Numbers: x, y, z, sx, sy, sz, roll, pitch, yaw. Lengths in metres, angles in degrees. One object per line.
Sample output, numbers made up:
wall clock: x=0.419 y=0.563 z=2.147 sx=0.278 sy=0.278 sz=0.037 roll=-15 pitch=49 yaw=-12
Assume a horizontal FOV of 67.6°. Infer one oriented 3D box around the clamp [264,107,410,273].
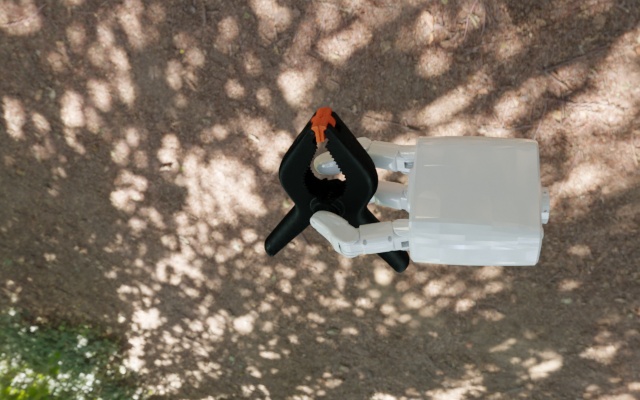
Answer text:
clamp: x=0.000 y=0.002 z=0.477 sx=0.164 sy=0.036 sz=0.210 roll=0 pitch=-43 yaw=16
